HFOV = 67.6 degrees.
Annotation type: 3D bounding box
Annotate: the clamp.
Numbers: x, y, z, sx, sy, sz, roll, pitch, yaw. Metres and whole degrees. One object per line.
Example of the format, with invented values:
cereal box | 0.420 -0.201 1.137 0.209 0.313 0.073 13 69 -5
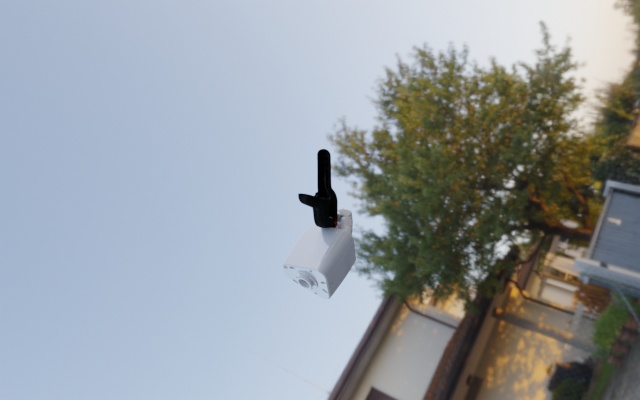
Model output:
clamp | 0.000 0.003 0.893 0.039 0.172 0.120 12 47 27
